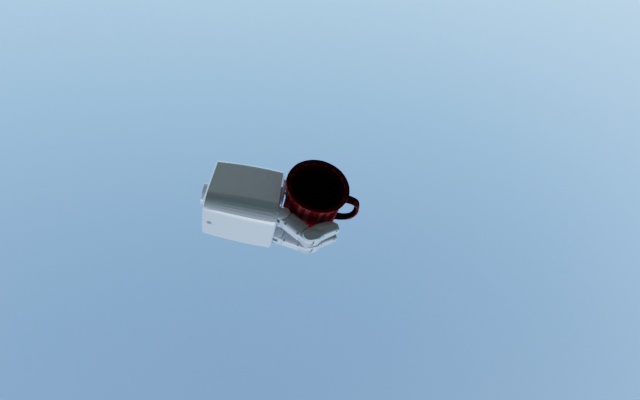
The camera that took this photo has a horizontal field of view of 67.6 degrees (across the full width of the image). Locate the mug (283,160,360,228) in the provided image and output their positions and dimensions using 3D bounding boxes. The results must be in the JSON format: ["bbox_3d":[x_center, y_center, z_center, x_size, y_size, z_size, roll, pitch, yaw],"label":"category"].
[{"bbox_3d":[0.001,0.003,0.715,0.117,0.093,0.081,12,-35,-7],"label":"mug"}]
